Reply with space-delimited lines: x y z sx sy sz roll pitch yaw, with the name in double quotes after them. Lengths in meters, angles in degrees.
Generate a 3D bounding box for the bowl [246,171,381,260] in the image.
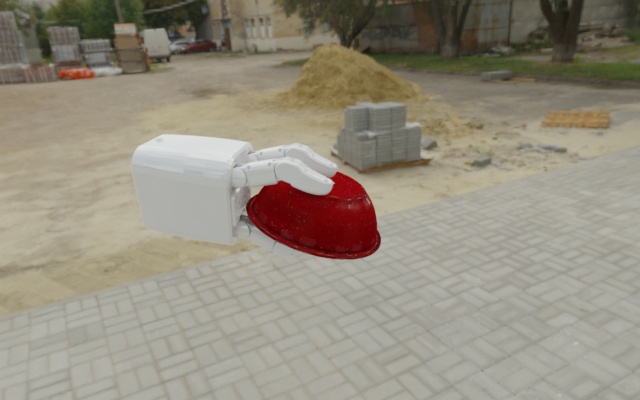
0.001 0.002 0.545 0.162 0.055 0.162 15 22 -6 "bowl"
